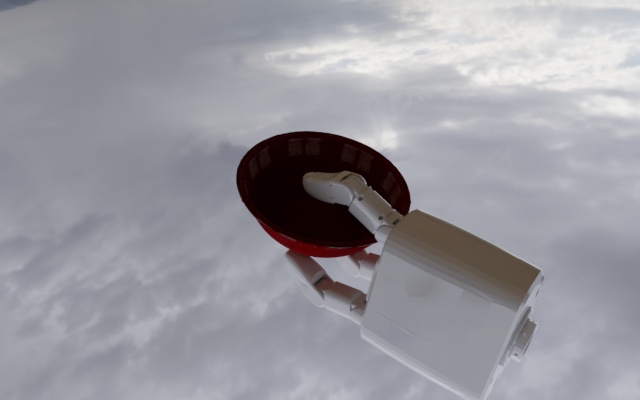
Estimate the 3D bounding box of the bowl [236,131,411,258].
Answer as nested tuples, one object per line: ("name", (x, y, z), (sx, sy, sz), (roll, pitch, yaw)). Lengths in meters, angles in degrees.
("bowl", (-0.001, 0.001, 0.455), (0.162, 0.055, 0.162), (7, 42, -7))
